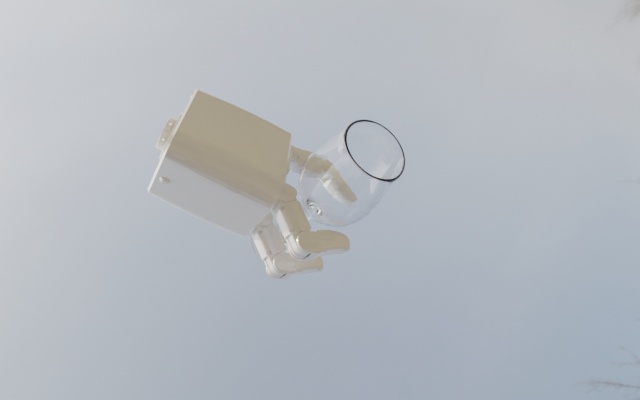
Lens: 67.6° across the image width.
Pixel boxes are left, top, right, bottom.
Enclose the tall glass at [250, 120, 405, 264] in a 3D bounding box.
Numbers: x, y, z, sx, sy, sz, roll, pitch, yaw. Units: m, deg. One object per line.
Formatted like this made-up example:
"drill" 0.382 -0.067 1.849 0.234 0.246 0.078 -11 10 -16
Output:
"tall glass" 0.000 0.002 0.479 0.079 0.079 0.201 0 -27 -32
